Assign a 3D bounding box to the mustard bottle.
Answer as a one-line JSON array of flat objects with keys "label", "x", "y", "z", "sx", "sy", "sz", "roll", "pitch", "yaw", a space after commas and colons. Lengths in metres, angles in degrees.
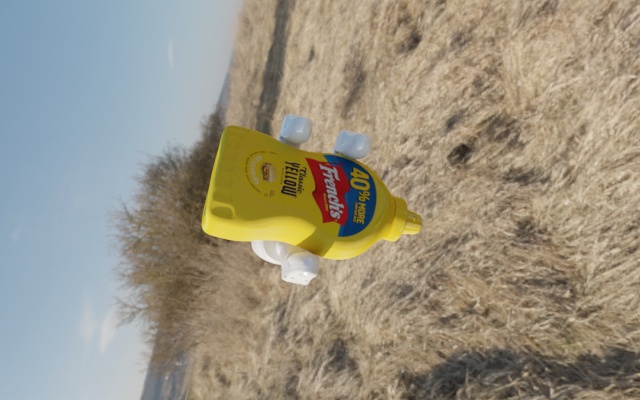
[{"label": "mustard bottle", "x": 0.000, "y": 0.001, "z": 0.420, "sx": 0.191, "sy": 0.096, "sz": 0.058, "roll": 14, "pitch": -33, "yaw": -14}]
